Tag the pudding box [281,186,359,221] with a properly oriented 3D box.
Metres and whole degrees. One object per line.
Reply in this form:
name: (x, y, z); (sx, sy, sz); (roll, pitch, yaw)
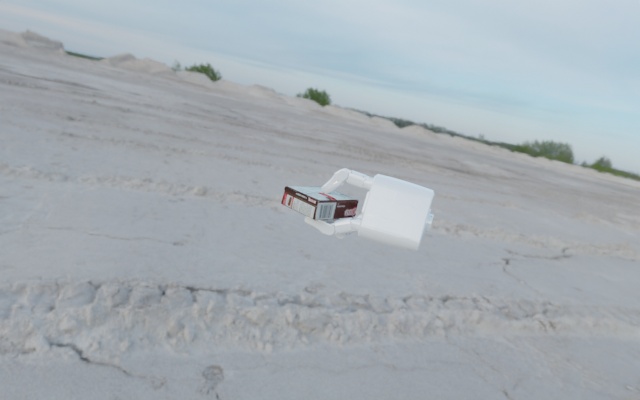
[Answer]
pudding box: (0.000, 0.003, 0.869); (0.090, 0.039, 0.113); (23, 15, 40)
